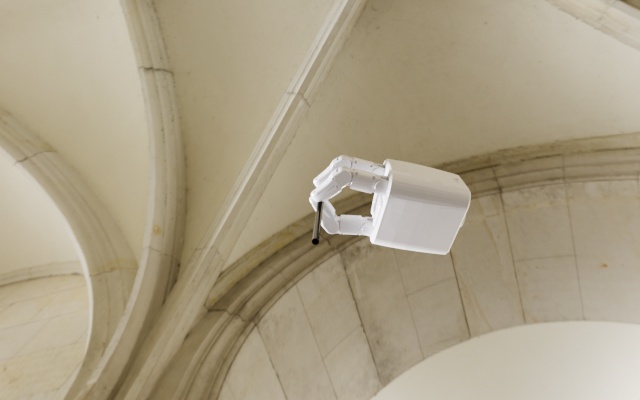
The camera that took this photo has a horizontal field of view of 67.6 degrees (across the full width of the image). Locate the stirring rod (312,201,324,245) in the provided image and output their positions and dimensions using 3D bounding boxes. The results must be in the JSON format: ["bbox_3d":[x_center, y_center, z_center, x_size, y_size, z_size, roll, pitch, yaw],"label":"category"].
[{"bbox_3d":[0.000,0.002,0.619,0.011,0.011,0.239,0,20,3],"label":"stirring rod"}]
